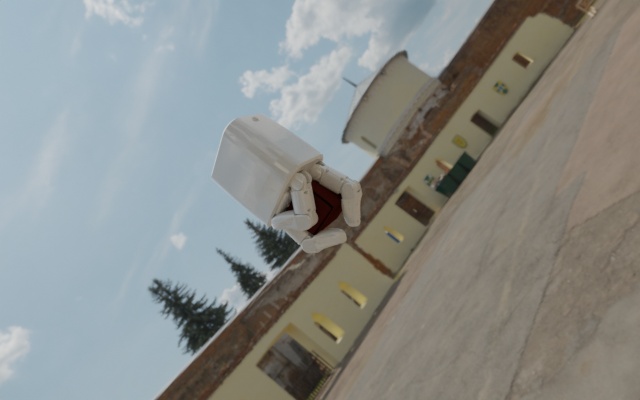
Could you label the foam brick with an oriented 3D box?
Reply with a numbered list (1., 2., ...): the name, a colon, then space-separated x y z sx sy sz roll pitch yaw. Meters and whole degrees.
1. foam brick: 0.000 0.002 0.635 0.051 0.053 0.078 37 26 10
